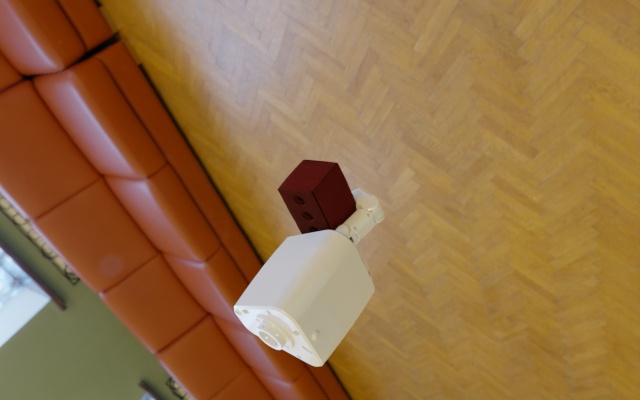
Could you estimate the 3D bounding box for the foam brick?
[{"bbox_3d":[0.000,0.001,0.525,0.053,0.078,0.051,7,45,43],"label":"foam brick"}]
